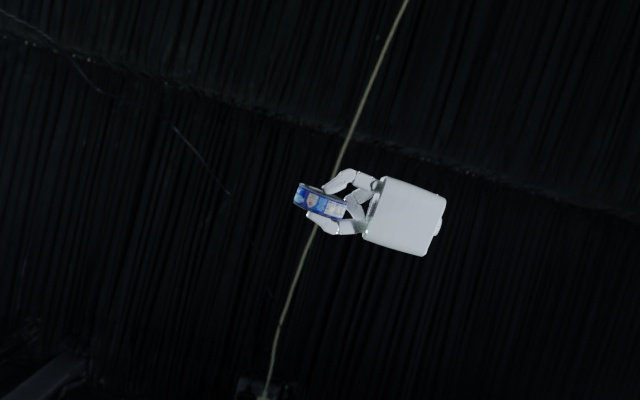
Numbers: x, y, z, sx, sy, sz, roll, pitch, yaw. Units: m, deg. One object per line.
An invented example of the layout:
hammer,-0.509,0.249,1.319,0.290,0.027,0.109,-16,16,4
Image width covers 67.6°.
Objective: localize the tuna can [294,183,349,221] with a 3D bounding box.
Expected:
tuna can,0.000,0.003,0.778,0.086,0.034,0.086,21,5,-2
